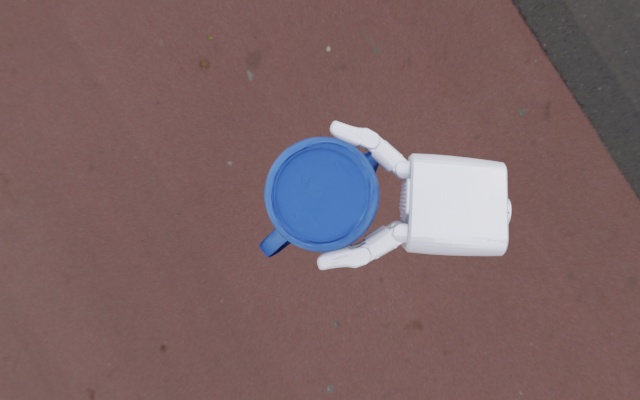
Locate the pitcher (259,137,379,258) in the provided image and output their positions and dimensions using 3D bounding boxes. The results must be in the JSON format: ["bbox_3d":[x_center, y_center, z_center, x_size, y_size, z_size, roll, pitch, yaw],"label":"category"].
[{"bbox_3d":[0.000,0.002,0.554,0.145,0.149,0.243,5,0,4],"label":"pitcher"}]
